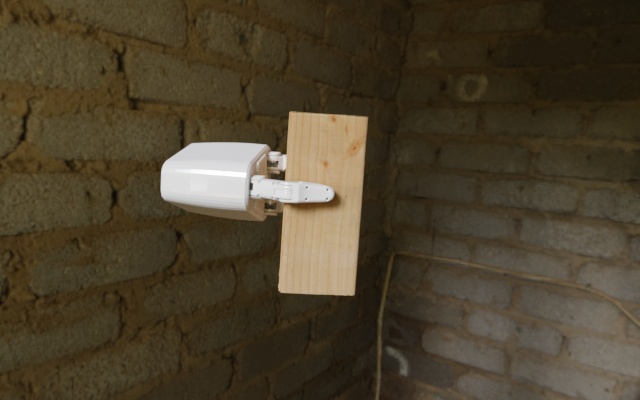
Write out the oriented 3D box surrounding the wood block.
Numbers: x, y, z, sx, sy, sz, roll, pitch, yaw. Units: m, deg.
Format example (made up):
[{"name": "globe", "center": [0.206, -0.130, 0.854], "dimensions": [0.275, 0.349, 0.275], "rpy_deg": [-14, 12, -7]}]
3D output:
[{"name": "wood block", "center": [0.000, 0.002, 0.581], "dimensions": [0.090, 0.206, 0.091], "rpy_deg": [3, 6, -4]}]
